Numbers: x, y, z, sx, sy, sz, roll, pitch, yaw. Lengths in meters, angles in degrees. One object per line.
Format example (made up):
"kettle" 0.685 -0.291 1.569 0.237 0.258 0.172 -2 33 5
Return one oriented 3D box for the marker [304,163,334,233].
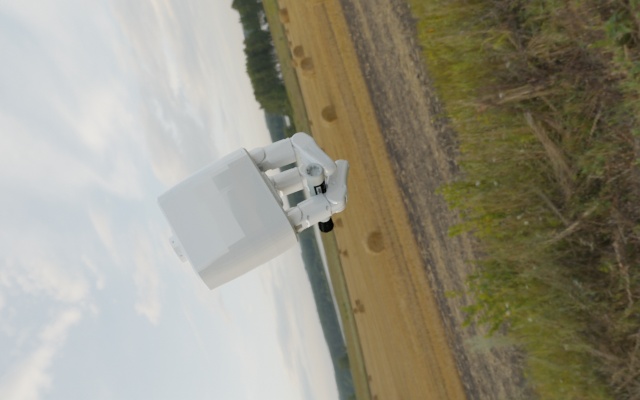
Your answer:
"marker" 0.000 0.002 0.530 0.020 0.020 0.121 0 -32 8
